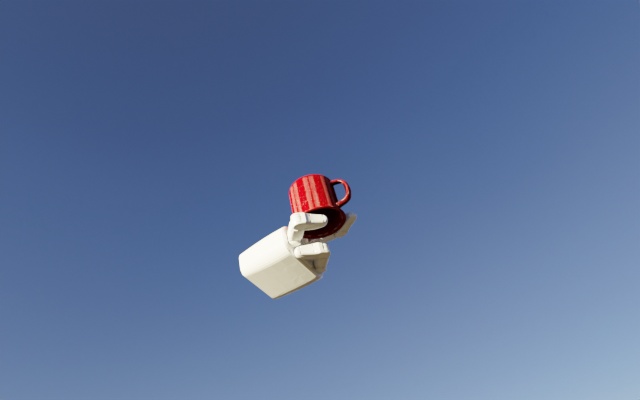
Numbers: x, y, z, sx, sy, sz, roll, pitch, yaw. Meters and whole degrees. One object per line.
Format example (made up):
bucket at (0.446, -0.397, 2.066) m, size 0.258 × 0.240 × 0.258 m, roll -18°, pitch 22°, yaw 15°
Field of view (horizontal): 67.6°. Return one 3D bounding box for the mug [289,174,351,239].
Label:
mug at (0.001, 0.002, 0.833) m, size 0.117 × 0.081 × 0.093 m, roll -31°, pitch -40°, yaw 20°
